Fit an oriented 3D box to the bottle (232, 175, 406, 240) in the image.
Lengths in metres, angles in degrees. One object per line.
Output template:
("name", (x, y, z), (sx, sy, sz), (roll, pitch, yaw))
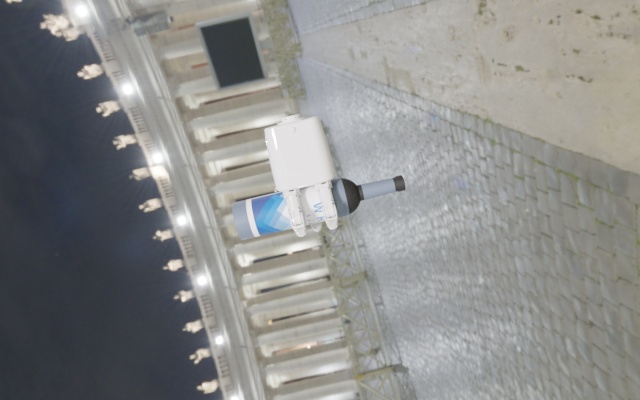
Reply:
("bottle", (0.000, 0.003, 0.825), (0.296, 0.069, 0.069), (-13, 0, 0))
